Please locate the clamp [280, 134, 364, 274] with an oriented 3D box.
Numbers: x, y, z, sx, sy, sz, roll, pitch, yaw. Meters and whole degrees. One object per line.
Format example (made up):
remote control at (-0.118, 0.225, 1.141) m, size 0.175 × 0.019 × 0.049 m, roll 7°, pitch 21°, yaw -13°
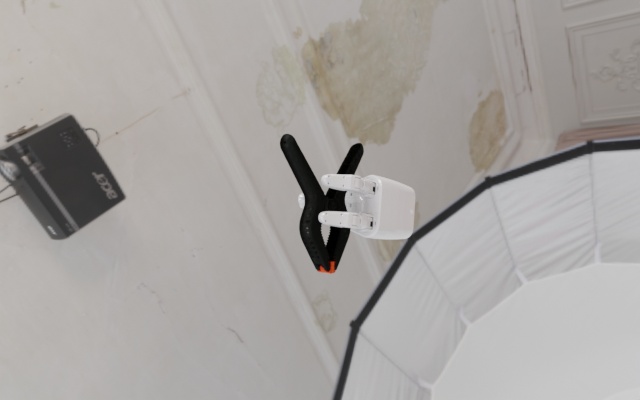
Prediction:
clamp at (0.000, 0.003, 0.713) m, size 0.164 × 0.210 × 0.036 m, roll 9°, pitch -7°, yaw -43°
